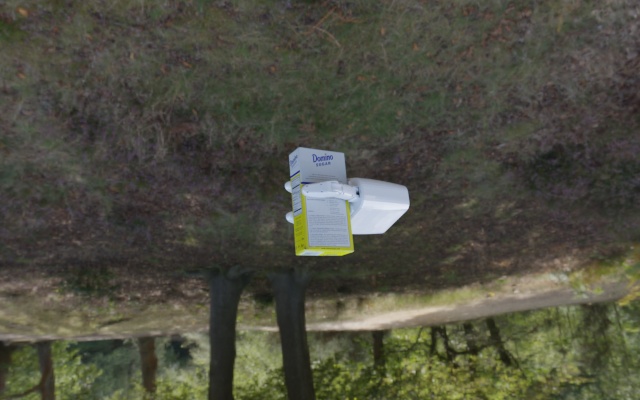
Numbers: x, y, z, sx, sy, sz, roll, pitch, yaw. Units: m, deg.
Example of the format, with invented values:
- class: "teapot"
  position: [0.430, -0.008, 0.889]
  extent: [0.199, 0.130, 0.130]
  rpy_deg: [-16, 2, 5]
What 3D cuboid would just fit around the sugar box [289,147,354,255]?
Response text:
- class: "sugar box"
  position: [0.000, 0.003, 0.807]
  extent: [0.093, 0.176, 0.048]
  rpy_deg: [5, -20, -29]
